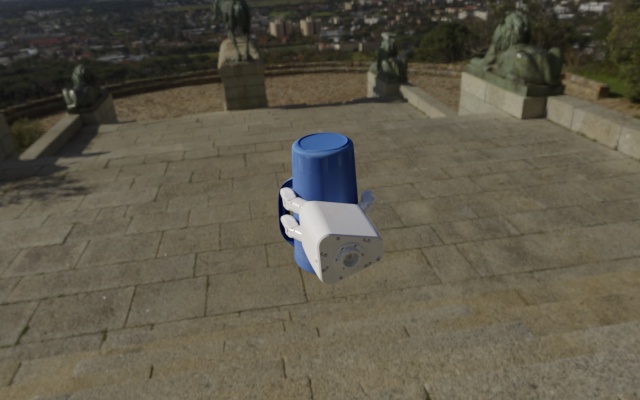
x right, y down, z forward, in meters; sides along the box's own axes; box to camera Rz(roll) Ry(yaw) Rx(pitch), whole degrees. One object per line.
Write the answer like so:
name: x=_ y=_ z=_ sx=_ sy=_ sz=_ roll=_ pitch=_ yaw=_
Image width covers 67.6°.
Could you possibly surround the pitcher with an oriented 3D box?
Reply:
pitcher: x=0.000 y=0.003 z=0.882 sx=0.149 sy=0.243 sz=0.145 roll=-9 pitch=28 yaw=-10
